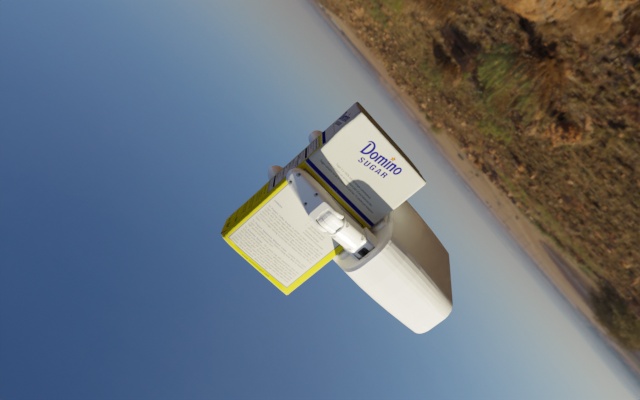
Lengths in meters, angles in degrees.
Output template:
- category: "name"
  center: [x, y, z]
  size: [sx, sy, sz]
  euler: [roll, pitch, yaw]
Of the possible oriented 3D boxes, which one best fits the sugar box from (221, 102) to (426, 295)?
- category: "sugar box"
  center: [0.000, 0.001, 0.452]
  size: [0.176, 0.093, 0.048]
  euler: [-40, 19, 13]
